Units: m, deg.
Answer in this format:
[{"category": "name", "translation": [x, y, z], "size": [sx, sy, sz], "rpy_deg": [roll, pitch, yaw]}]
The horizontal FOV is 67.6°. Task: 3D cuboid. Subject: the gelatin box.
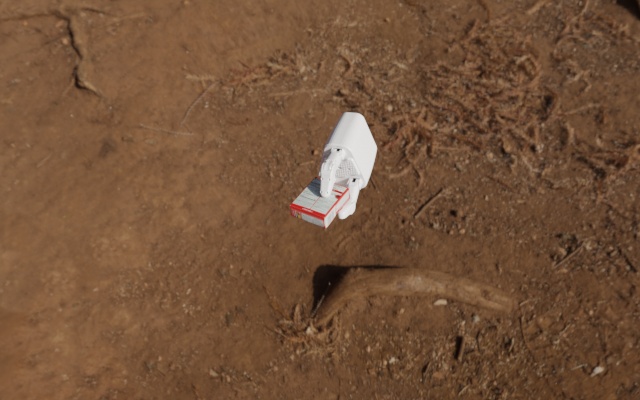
[{"category": "gelatin box", "translation": [0.000, 0.003, 0.848], "size": [0.073, 0.030, 0.089], "rpy_deg": [19, 48, 26]}]
